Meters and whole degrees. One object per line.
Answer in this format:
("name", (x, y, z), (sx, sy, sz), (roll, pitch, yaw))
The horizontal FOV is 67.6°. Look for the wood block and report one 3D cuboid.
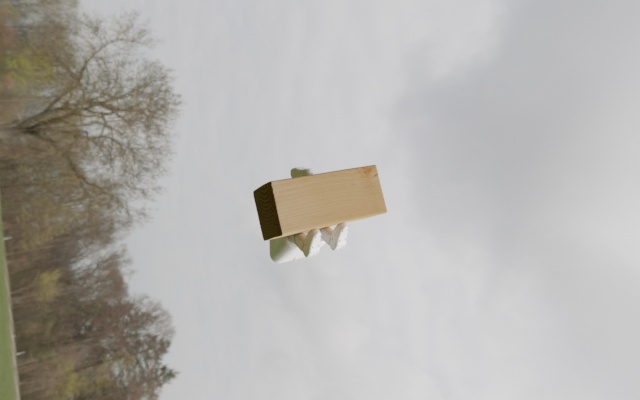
("wood block", (0.000, 0.002, 0.835), (0.206, 0.091, 0.090), (-11, -5, -29))
